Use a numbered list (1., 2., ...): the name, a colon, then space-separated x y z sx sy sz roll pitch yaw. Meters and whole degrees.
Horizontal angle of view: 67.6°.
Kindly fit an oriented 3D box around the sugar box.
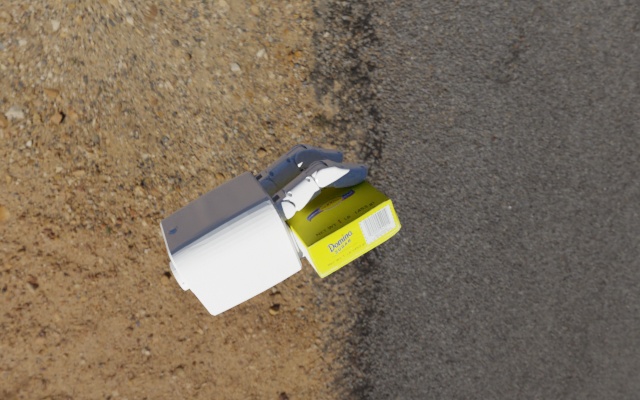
1. sugar box: 0.000 0.001 0.513 0.093 0.048 0.176 -29 34 -10
